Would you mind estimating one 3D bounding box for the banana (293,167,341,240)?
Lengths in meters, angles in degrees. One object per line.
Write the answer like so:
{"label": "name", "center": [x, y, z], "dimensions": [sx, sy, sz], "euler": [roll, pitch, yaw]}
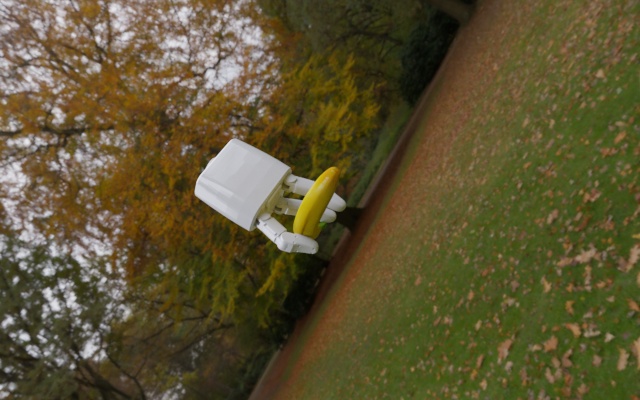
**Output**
{"label": "banana", "center": [-0.010, 0.017, 0.705], "dimensions": [0.037, 0.069, 0.198], "euler": [33, -24, 8]}
